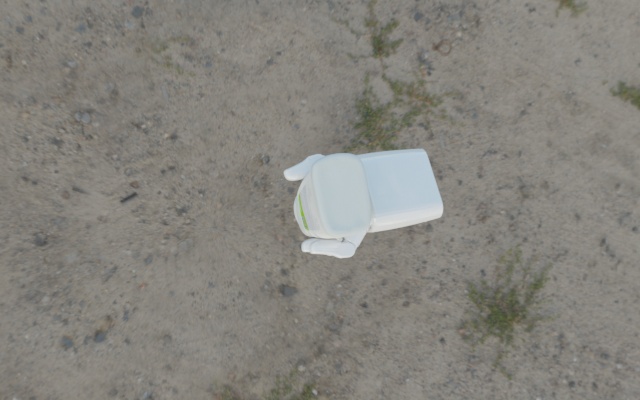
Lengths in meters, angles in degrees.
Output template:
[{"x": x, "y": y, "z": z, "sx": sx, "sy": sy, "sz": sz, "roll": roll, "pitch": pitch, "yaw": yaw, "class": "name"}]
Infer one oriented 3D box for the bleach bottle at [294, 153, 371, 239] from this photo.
[{"x": 0.000, "y": 0.002, "z": 0.678, "sx": 0.068, "sy": 0.102, "sz": 0.251, "roll": -10, "pitch": -1, "yaw": -13, "class": "bleach bottle"}]
